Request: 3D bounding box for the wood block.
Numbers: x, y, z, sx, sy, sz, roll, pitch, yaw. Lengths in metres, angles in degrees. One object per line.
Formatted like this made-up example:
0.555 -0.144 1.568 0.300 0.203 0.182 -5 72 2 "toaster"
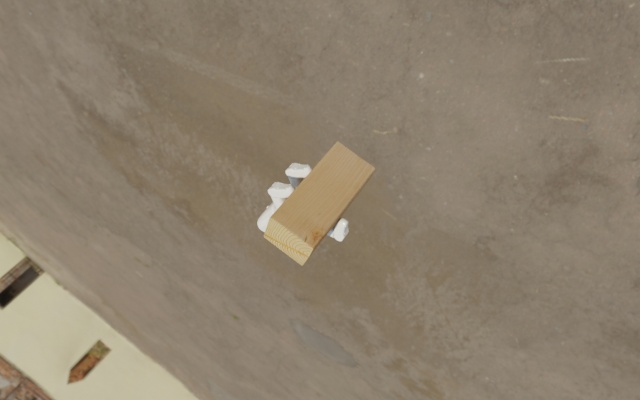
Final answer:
0.000 0.003 0.864 0.091 0.206 0.090 37 -30 5 "wood block"
